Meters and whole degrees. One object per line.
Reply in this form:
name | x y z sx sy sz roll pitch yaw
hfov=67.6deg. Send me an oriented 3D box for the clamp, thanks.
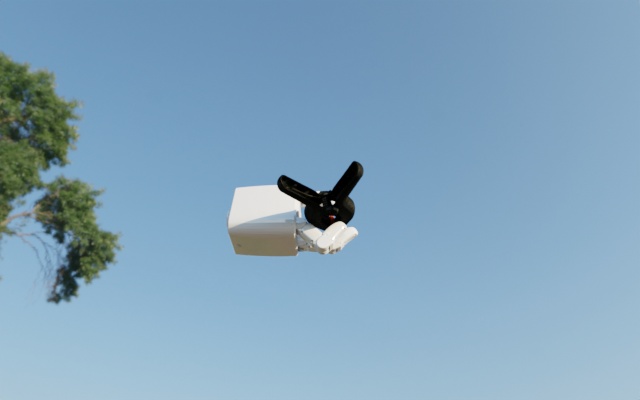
clamp | 0.000 0.002 0.715 0.120 0.039 0.172 -1 -34 0
